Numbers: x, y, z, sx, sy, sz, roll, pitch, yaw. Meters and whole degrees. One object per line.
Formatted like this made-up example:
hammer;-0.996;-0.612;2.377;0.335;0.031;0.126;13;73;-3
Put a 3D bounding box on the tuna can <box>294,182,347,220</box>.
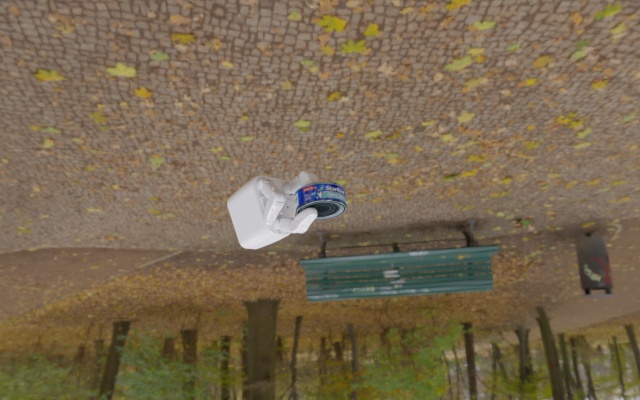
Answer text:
tuna can;0.000;0.003;0.793;0.086;0.033;0.086;-5;-24;-2
